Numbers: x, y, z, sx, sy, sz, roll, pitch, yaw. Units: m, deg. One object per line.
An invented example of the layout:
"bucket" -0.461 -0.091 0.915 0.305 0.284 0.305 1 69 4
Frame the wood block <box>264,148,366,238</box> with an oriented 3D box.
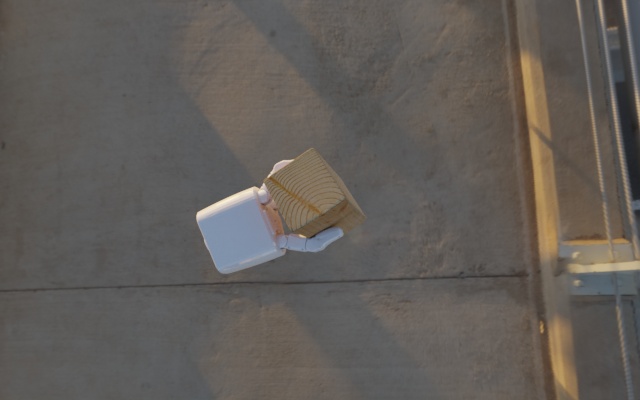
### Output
"wood block" 0.000 0.003 0.758 0.090 0.090 0.206 -33 -15 6
